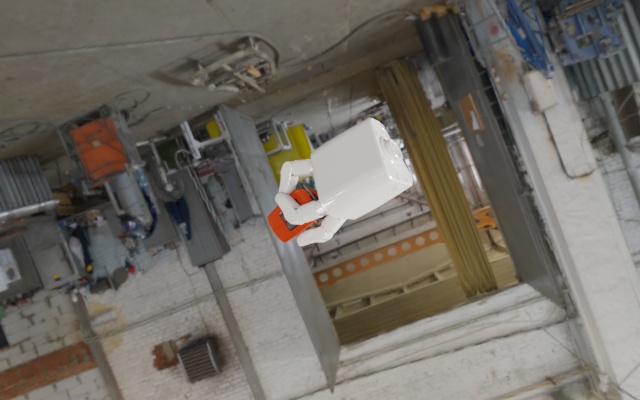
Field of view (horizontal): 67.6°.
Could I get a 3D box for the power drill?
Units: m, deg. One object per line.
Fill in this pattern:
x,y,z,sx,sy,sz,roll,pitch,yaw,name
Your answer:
0.000,0.003,0.803,0.187,0.057,0.184,-30,-9,-47,power drill
